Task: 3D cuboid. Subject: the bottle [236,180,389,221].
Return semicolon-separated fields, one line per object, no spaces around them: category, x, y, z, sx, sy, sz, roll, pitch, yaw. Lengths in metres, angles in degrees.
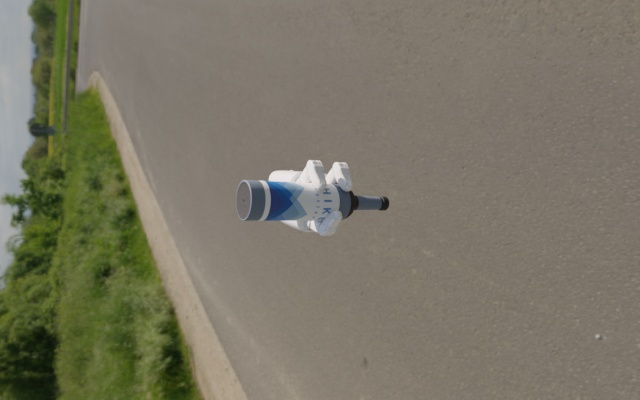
bottle;0.000;0.003;0.852;0.296;0.069;0.069;1;-1;-31
